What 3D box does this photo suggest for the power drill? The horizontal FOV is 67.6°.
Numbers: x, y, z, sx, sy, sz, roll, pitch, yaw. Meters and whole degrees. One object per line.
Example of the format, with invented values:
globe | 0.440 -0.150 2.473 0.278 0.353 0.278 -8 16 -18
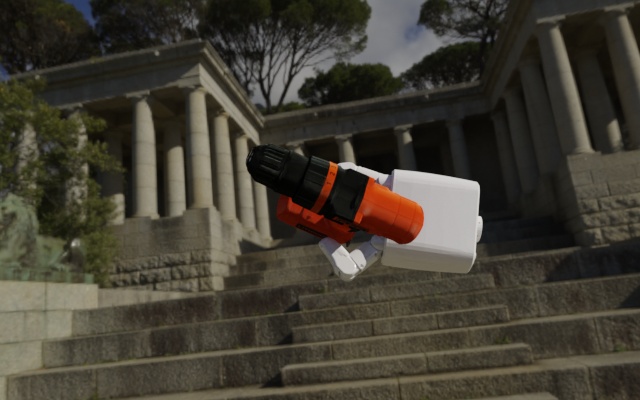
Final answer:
power drill | 0.000 0.002 0.532 0.184 0.057 0.187 24 -10 -9
